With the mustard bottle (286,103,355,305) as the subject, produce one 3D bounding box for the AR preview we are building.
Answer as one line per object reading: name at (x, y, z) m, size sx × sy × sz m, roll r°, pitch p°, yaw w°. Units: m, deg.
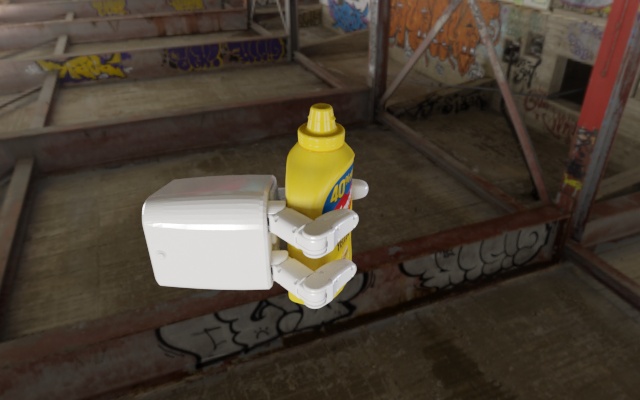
mustard bottle at (0.000, 0.002, 0.455) m, size 0.058 × 0.192 × 0.096 m, roll 13°, pitch 34°, yaw 21°
